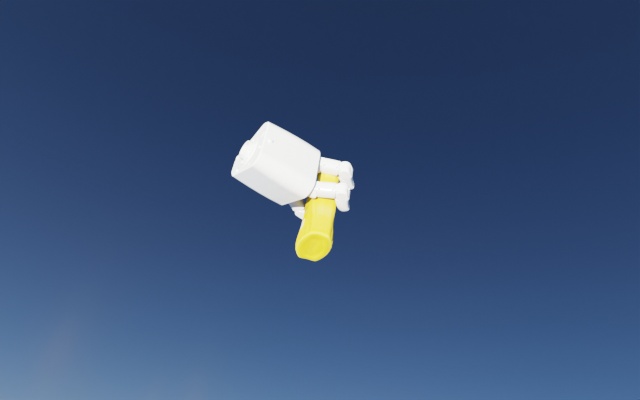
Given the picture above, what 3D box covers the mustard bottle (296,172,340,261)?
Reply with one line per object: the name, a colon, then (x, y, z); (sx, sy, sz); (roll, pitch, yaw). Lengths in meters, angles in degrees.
mustard bottle: (0.000, 0.003, 0.837); (0.058, 0.191, 0.096); (14, -36, -6)
